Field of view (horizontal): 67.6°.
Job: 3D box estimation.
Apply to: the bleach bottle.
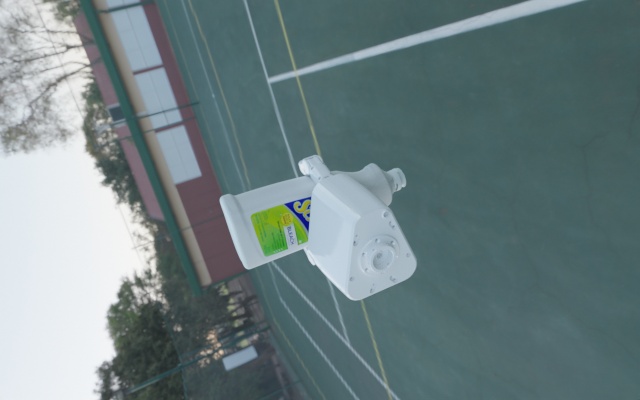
[{"bbox_3d":[0.000,0.002,0.648,0.251,0.103,0.068,-21,26,-15],"label":"bleach bottle"}]
